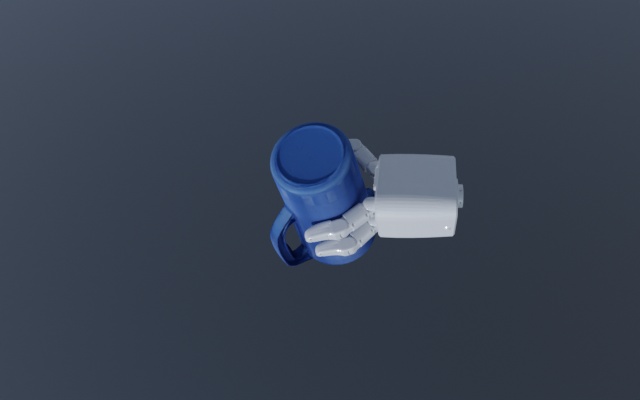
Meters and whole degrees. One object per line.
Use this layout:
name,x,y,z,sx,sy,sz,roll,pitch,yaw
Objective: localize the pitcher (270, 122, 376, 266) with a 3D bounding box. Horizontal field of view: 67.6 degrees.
pitcher,0.000,0.002,0.700,0.145,0.149,0.243,1,-26,12
